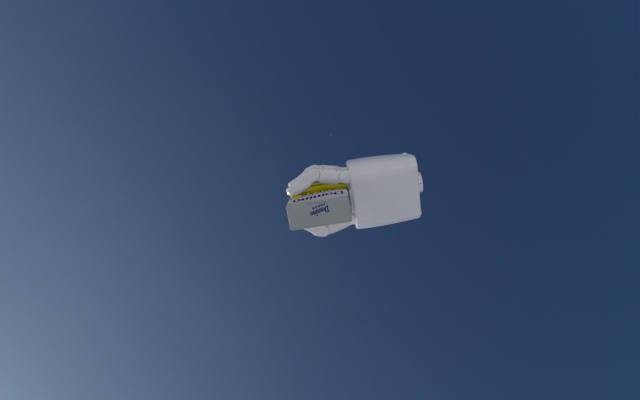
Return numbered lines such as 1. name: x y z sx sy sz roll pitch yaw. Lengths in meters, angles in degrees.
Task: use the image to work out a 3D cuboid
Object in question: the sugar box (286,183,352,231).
1. sugar box: 0.000 0.002 0.768 0.093 0.048 0.176 -9 8 2
